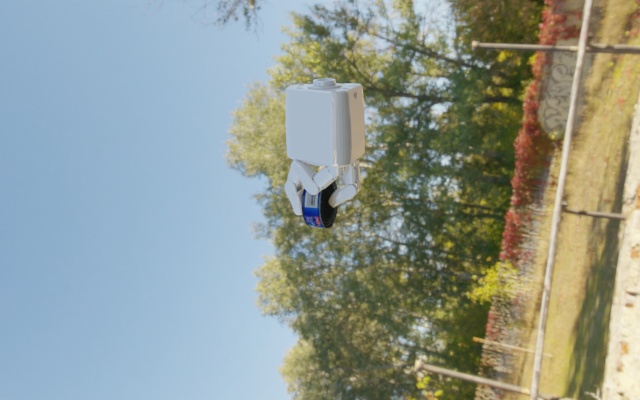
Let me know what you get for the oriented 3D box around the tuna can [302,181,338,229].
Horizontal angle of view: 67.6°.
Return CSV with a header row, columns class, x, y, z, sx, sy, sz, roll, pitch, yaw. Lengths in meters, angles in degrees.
class,x,y,z,sx,sy,sz,roll,pitch,yaw
tuna can,0.000,0.003,0.783,0.034,0.086,0.086,3,1,21
